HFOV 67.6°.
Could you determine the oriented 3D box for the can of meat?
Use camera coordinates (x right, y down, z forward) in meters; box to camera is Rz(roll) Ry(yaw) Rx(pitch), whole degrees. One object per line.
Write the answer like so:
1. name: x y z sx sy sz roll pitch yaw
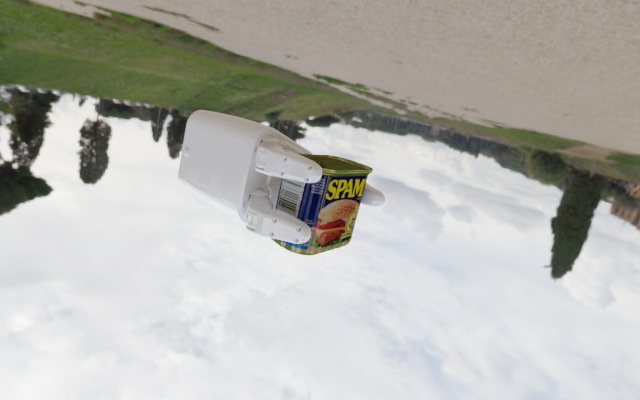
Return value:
1. can of meat: 0.000 0.002 0.471 0.057 0.084 0.102 21 15 30
